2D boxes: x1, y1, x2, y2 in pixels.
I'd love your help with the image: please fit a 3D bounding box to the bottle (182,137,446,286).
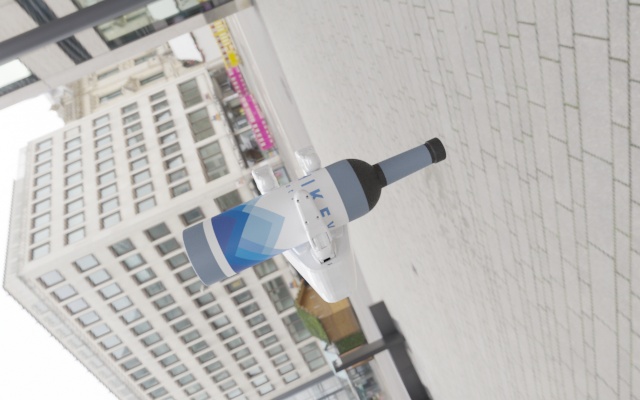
[{"bbox_3d":[0.000,0.002,0.523,0.295,0.069,0.069,-24,2,-4],"label":"bottle"}]
